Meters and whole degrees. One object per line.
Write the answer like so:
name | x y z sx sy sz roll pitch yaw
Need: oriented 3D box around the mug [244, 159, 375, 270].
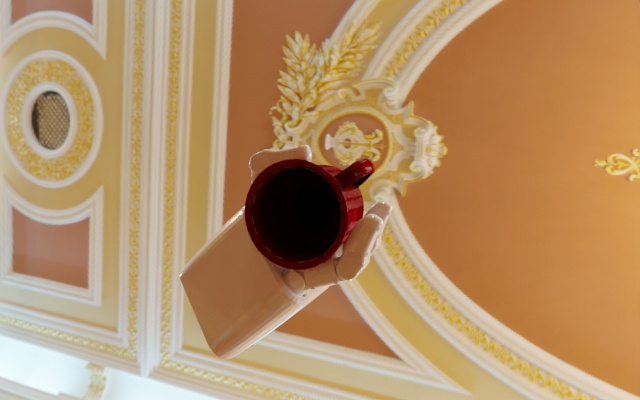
mug | 0.001 0.000 0.429 0.117 0.093 0.081 -40 -9 18
